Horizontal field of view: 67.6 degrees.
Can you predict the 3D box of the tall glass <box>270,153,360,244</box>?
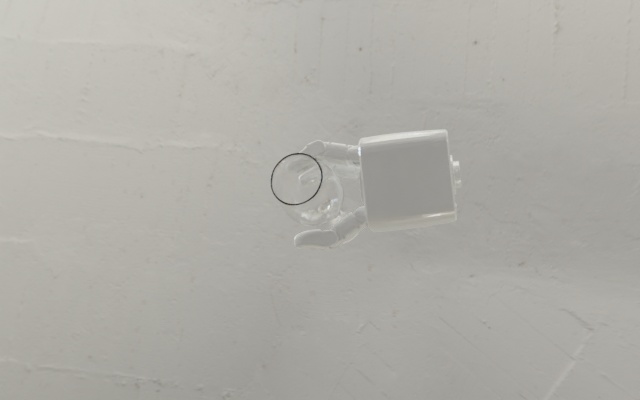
[{"bbox_3d":[0.000,0.002,0.619,0.079,0.079,0.201,0,-15,17],"label":"tall glass"}]
